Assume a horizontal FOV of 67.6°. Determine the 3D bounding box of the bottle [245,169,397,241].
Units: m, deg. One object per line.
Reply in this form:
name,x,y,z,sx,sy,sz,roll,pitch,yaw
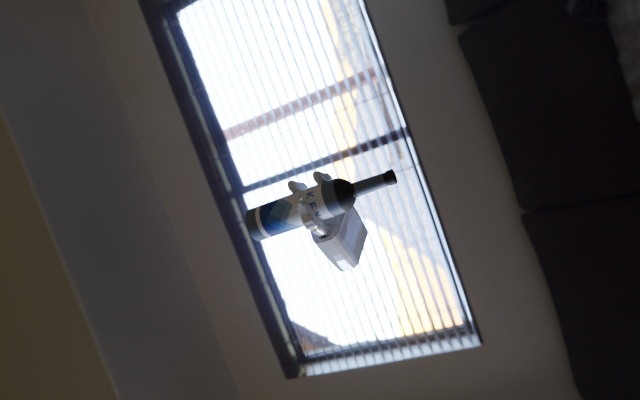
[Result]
bottle,0.000,0.003,0.889,0.296,0.069,0.069,-19,-7,21
